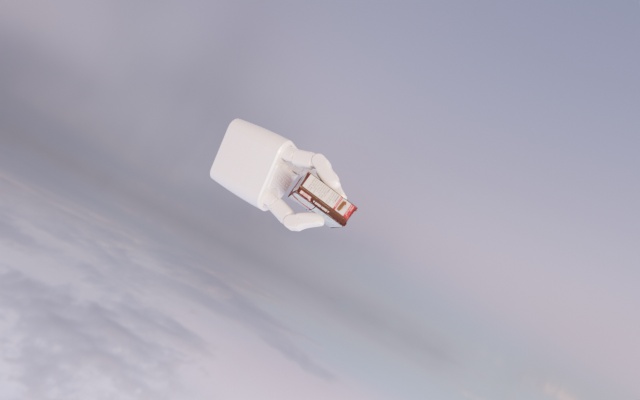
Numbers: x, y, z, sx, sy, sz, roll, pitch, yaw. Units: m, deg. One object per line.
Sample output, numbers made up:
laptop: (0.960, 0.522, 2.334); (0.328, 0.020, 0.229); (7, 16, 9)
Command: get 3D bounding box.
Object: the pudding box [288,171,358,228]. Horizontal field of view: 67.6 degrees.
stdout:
pudding box: (0.000, 0.002, 0.723); (0.090, 0.039, 0.113); (35, -7, -5)
